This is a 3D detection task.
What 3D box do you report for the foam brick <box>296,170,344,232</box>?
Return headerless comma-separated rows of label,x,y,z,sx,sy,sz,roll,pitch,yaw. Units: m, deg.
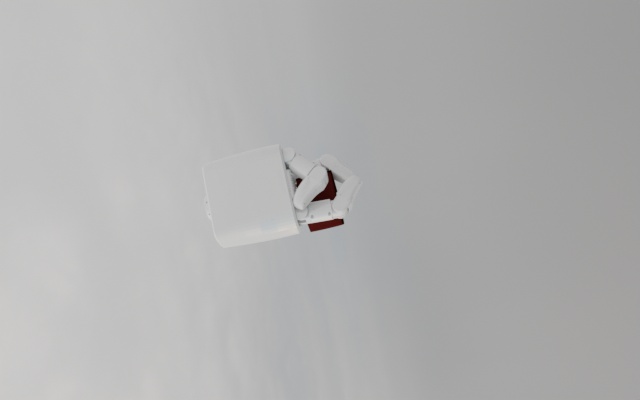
foam brick,0.000,0.002,0.668,0.051,0.053,0.078,-15,-27,0
